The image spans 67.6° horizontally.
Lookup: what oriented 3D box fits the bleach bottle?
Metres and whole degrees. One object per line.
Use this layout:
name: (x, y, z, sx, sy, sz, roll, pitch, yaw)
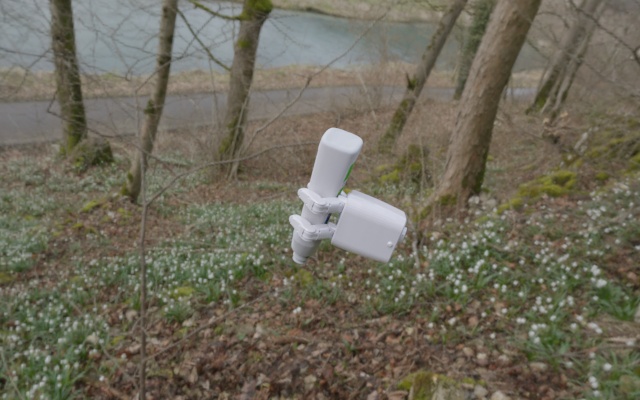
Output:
bleach bottle: (0.000, 0.003, 0.857, 0.068, 0.251, 0.102, 22, 27, 4)
